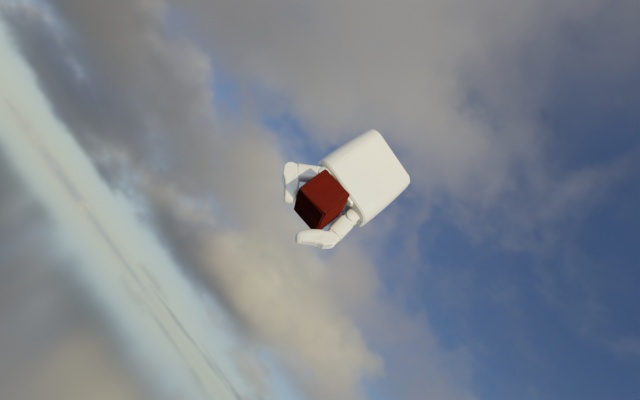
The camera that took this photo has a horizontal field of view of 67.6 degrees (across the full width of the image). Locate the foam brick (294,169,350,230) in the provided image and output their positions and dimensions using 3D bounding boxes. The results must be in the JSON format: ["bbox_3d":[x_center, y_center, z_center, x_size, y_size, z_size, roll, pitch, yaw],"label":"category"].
[{"bbox_3d":[0.000,0.002,0.683,0.051,0.053,0.078,-37,-12,-22],"label":"foam brick"}]
